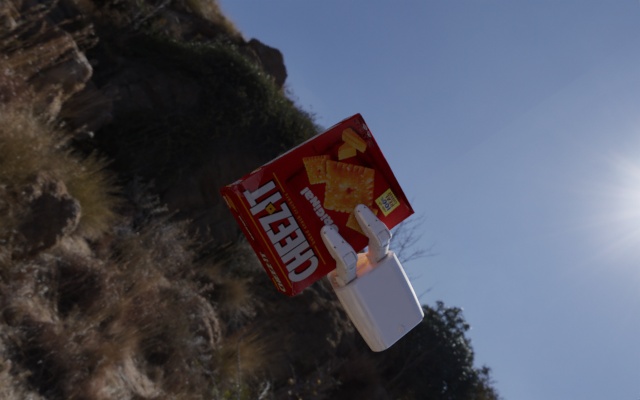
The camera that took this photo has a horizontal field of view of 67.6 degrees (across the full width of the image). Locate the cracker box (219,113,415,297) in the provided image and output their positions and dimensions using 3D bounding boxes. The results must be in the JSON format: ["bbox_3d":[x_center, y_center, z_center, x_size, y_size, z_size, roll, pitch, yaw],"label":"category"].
[{"bbox_3d":[0.000,0.002,0.649,0.213,0.164,0.072,-32,9,-20],"label":"cracker box"}]
